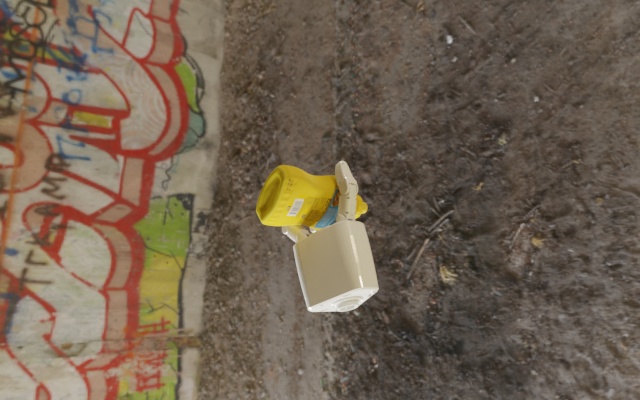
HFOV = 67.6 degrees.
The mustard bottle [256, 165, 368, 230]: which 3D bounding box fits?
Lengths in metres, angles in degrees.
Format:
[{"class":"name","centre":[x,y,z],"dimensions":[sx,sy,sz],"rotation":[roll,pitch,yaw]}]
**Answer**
[{"class":"mustard bottle","centre":[0.000,0.002,0.761],"dimensions":[0.191,0.096,0.058],"rotation":[8,32,-37]}]
